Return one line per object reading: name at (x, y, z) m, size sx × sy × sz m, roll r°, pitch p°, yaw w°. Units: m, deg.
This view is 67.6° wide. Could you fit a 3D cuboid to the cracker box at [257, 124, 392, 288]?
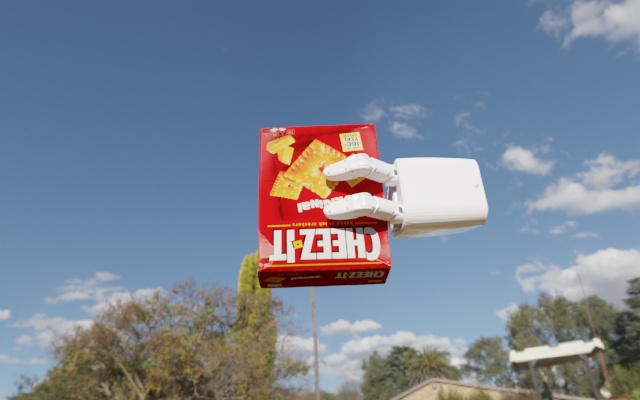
cracker box at (0.000, 0.002, 0.636) m, size 0.164 × 0.213 × 0.072 m, roll -2°, pitch -28°, yaw -2°
